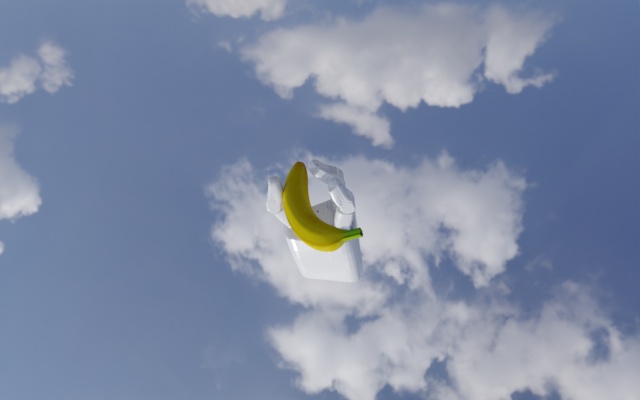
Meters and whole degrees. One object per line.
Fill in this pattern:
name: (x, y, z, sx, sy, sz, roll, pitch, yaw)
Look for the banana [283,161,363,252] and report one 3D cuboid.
banana: (-0.015, 0.013, 0.647, 0.069, 0.037, 0.197, -29, 41, -9)
